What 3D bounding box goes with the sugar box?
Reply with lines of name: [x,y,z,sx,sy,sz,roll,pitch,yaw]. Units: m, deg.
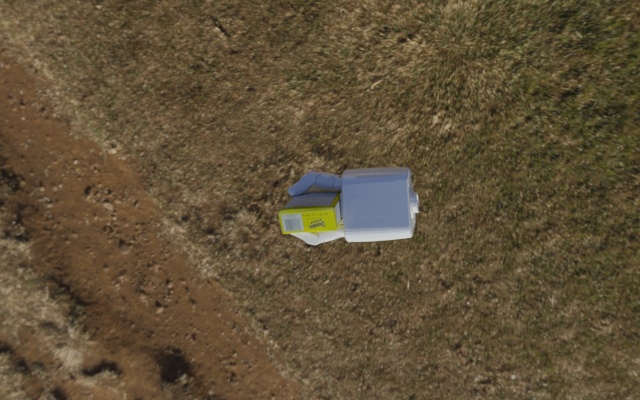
sugar box: [0.000,0.003,0.816,0.093,0.048,0.176,-3,16,17]
